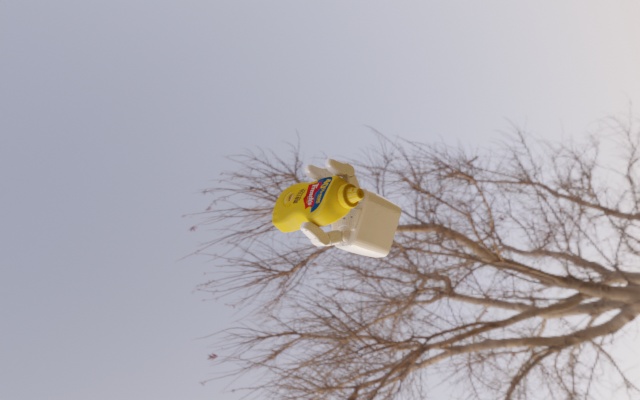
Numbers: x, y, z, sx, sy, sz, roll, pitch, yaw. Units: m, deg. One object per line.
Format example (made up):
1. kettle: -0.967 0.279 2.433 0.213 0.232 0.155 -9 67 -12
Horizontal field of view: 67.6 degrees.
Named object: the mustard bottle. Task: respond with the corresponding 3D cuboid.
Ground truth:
1. mustard bottle: 0.000 0.003 0.835 0.191 0.096 0.058 -11 -48 46
